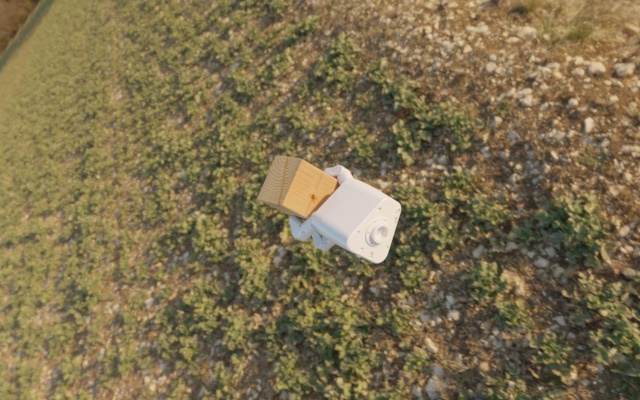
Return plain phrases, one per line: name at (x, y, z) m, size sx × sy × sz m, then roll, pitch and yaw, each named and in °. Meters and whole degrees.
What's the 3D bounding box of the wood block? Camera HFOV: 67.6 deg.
wood block at (0.000, 0.003, 0.894) m, size 0.206 × 0.091 × 0.090 m, roll 29°, pitch -9°, yaw -36°
